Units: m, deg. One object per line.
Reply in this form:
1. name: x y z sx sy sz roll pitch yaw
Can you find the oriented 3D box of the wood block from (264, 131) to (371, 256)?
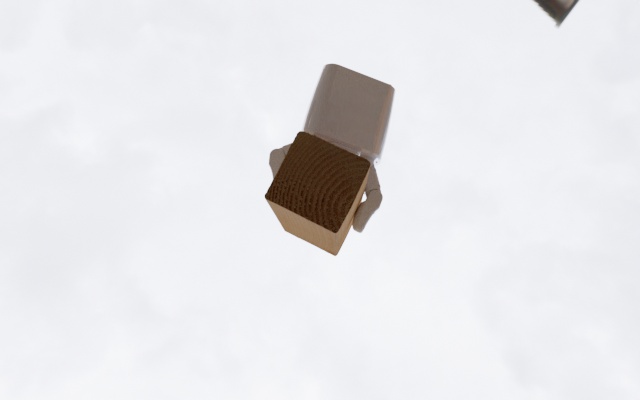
1. wood block: 0.001 0.002 0.612 0.091 0.090 0.206 25 -11 8
